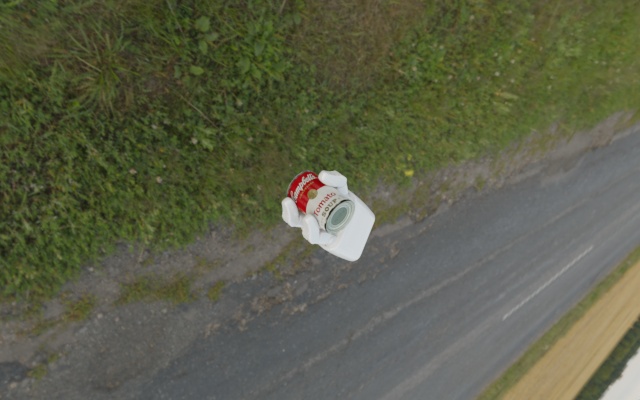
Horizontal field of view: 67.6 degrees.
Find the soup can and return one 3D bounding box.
[{"bbox_3d":[0.000,0.003,0.810,0.102,0.068,0.068,38,23,34],"label":"soup can"}]
